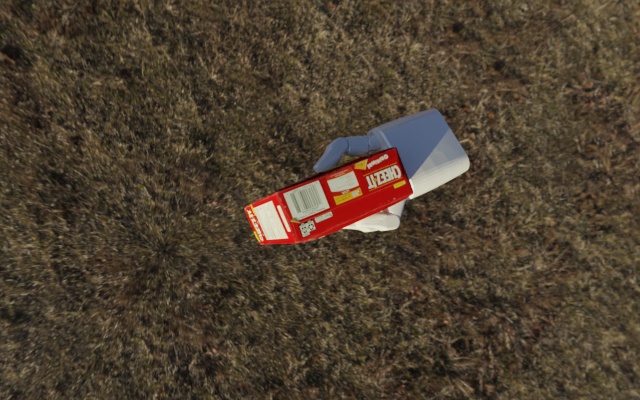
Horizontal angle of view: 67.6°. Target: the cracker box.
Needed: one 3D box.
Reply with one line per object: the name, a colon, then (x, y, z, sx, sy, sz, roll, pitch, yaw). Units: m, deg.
cracker box: (0.000, 0.002, 0.650, 0.164, 0.072, 0.214, -22, 2, -19)
